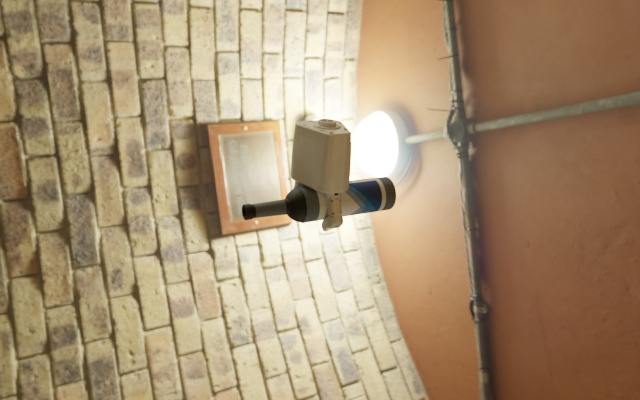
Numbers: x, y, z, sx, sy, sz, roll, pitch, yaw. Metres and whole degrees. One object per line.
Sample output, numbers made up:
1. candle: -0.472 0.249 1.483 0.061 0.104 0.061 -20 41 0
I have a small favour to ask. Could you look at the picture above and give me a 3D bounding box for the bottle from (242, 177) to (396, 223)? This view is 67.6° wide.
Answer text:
1. bottle: 0.000 0.003 0.881 0.295 0.069 0.069 -8 3 -26
